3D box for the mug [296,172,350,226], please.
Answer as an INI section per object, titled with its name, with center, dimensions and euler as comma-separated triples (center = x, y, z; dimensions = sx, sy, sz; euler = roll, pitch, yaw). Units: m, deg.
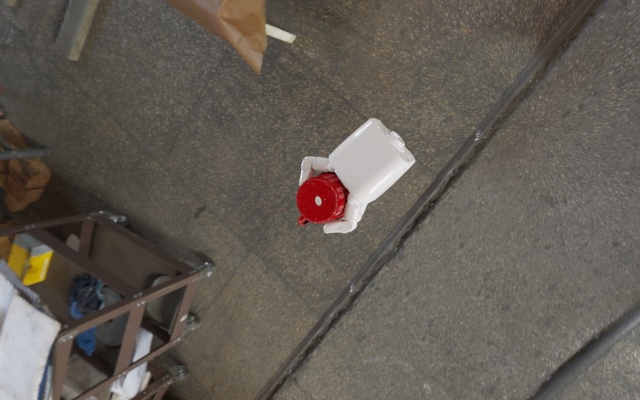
[mug]
center = -0.001, 0.004, 0.858
dimensions = 0.117, 0.093, 0.081
euler = -44, -9, 22
